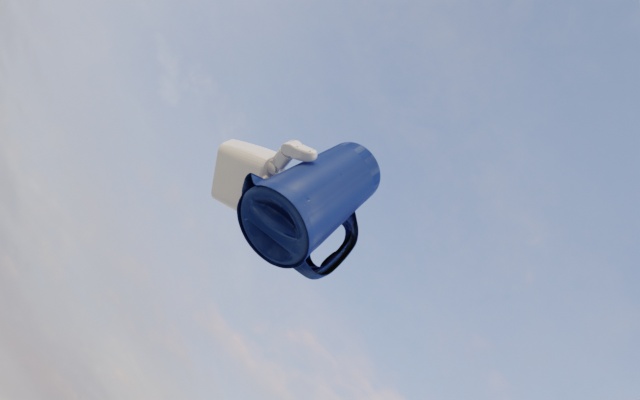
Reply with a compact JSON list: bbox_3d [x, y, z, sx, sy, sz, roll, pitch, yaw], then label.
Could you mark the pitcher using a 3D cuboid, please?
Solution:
[{"bbox_3d":[0.000,0.002,0.760,0.145,0.149,0.242,21,35,29],"label":"pitcher"}]
